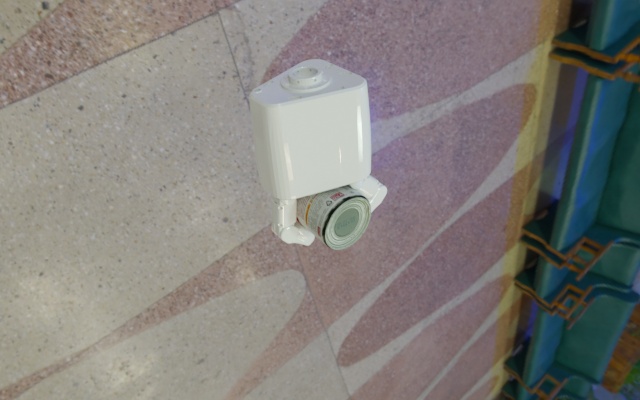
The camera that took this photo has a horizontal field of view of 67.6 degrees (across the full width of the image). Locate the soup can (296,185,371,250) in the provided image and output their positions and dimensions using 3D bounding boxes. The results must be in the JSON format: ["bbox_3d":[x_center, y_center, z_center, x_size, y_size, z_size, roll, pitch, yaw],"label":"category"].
[{"bbox_3d":[0.000,0.002,0.540,0.068,0.068,0.102,0,27,-43],"label":"soup can"}]
